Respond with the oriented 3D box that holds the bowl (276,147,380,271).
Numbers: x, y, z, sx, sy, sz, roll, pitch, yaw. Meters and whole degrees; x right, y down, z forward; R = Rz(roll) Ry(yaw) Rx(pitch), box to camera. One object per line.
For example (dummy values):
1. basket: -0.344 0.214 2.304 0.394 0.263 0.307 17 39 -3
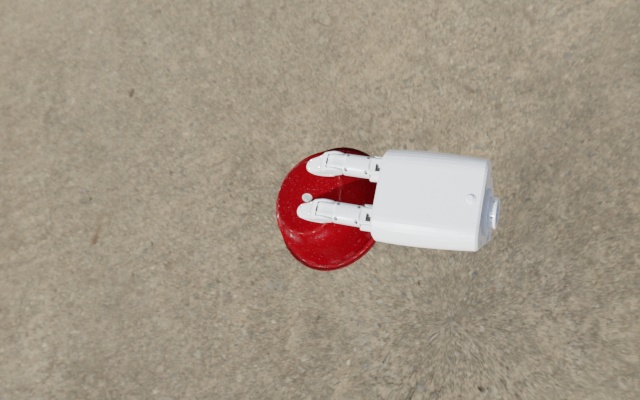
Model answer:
1. bowl: -0.001 0.002 0.584 0.162 0.162 0.055 0 -16 34
